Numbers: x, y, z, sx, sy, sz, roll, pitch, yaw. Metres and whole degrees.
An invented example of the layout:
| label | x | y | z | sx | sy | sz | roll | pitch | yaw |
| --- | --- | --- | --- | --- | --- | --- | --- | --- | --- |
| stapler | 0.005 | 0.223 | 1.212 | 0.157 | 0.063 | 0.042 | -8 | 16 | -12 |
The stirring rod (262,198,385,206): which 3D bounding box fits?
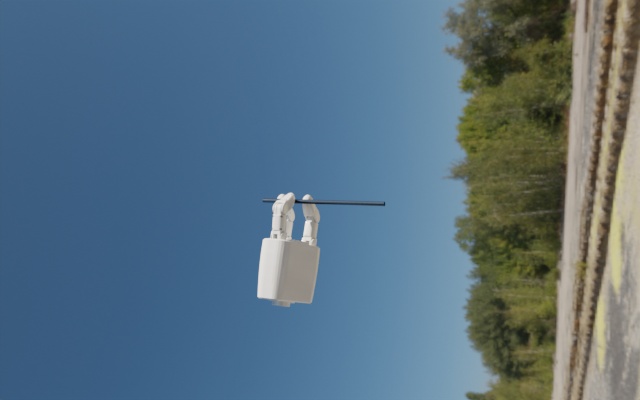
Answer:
| label | x | y | z | sx | sy | sz | roll | pitch | yaw |
| --- | --- | --- | --- | --- | --- | --- | --- | --- | --- |
| stirring rod | 0.000 | 0.003 | 0.866 | 0.239 | 0.011 | 0.011 | 2 | 1 | 24 |
